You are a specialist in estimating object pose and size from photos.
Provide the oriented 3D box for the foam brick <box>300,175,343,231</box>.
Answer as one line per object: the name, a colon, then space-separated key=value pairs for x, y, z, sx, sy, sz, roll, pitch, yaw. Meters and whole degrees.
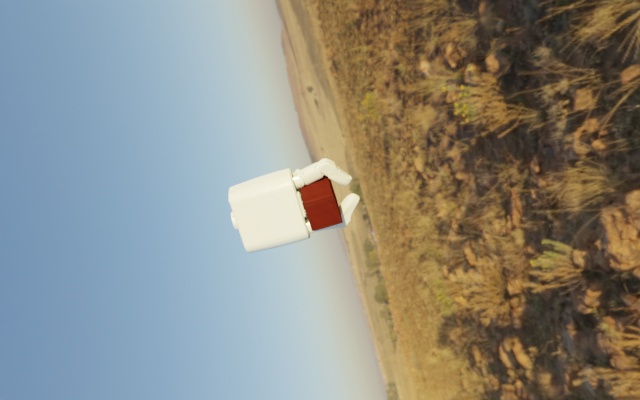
foam brick: x=0.000 y=0.002 z=0.753 sx=0.051 sy=0.053 sz=0.078 roll=-16 pitch=29 yaw=1
